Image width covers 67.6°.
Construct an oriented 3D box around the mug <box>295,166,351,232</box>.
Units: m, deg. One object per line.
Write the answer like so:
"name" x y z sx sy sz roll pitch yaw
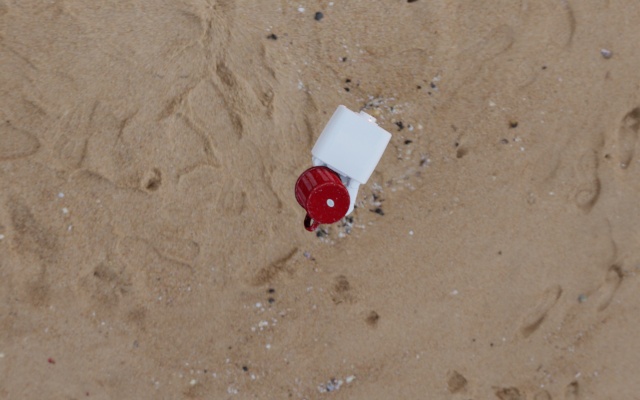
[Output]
"mug" -0.001 0.004 0.862 0.093 0.117 0.081 24 13 -20
